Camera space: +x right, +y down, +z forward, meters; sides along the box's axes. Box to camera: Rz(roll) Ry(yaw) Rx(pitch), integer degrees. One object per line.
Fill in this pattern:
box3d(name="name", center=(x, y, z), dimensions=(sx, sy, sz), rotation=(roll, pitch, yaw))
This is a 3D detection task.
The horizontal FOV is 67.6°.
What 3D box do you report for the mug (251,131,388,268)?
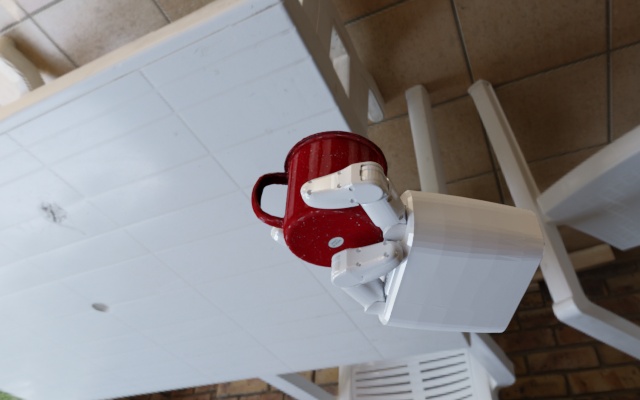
box3d(name="mug", center=(-0.001, 0.001, 0.402), dimensions=(0.117, 0.081, 0.093), rotation=(6, -41, -3))
